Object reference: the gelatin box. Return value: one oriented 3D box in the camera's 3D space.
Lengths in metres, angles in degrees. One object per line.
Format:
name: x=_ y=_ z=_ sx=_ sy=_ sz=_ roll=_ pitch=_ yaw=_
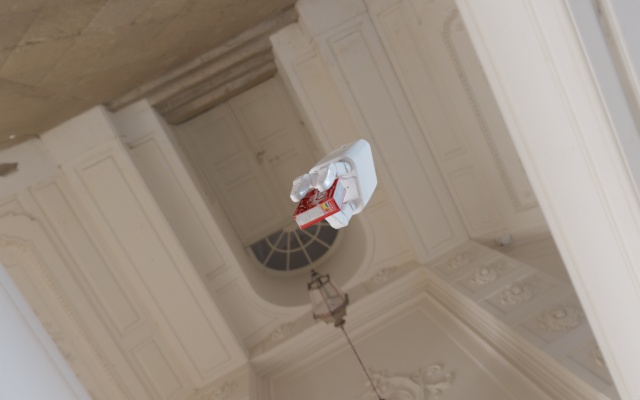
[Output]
gelatin box: x=0.000 y=0.003 z=0.778 sx=0.073 sy=0.030 sz=0.089 roll=-25 pitch=18 yaw=19
